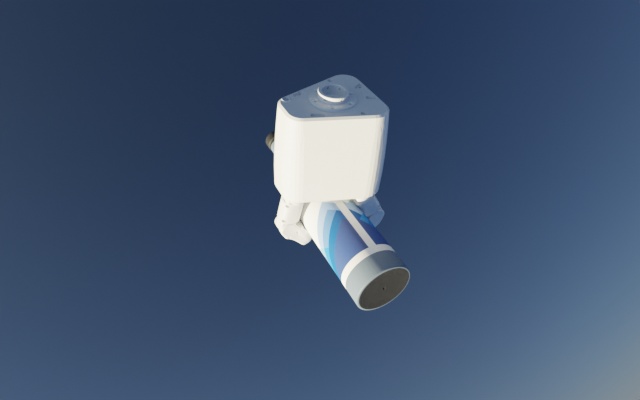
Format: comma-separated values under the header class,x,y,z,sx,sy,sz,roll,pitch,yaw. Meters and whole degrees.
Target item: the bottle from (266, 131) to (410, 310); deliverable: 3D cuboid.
class,x,y,z,sx,sy,sz,roll,pitch,yaw
bottle,0.000,0.002,0.594,0.069,0.069,0.295,0,38,-35
